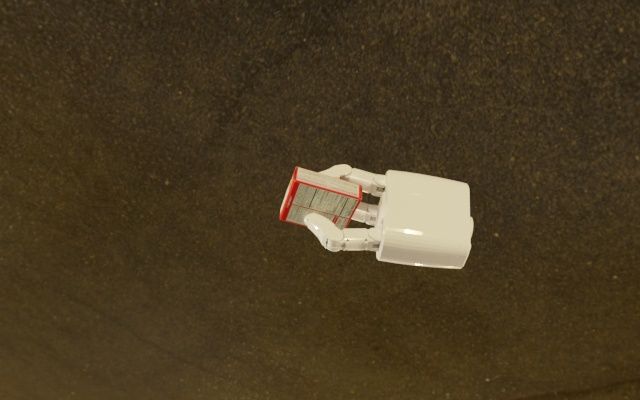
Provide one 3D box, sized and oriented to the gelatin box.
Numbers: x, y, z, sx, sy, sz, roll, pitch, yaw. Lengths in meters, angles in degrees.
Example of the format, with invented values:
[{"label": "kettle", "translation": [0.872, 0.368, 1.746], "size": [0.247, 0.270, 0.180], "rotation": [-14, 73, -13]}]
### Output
[{"label": "gelatin box", "translation": [0.000, 0.002, 0.606], "size": [0.089, 0.030, 0.073], "rotation": [14, -46, -10]}]
